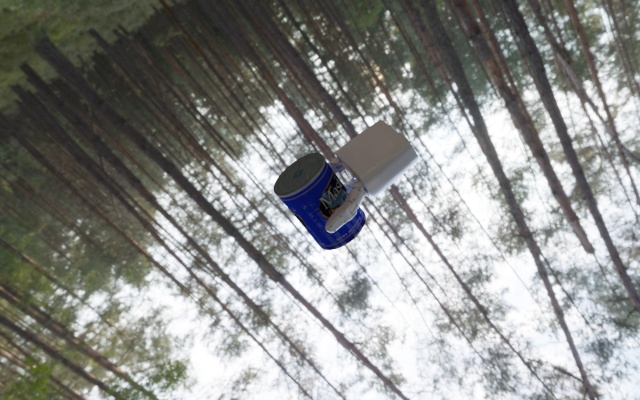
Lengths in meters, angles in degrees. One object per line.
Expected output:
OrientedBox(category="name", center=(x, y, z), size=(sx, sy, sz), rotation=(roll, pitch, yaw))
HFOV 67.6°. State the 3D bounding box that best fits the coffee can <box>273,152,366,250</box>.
OrientedBox(category="coffee can", center=(0.000, 0.003, 0.828), size=(0.103, 0.102, 0.140), rotation=(0, -44, 50))
